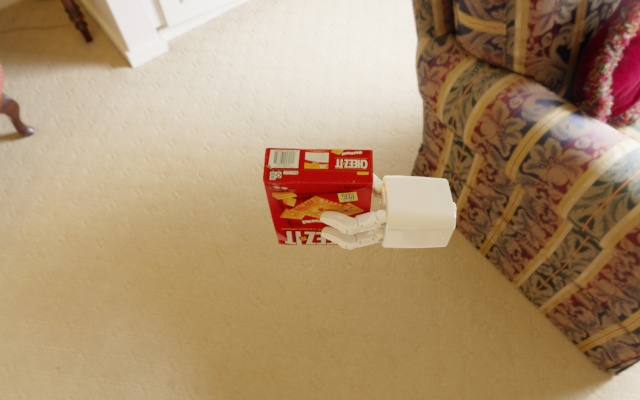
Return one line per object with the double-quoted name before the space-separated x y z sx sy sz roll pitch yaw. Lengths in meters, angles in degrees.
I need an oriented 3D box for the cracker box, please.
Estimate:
"cracker box" 0.000 0.002 0.790 0.164 0.072 0.214 1 -31 3
